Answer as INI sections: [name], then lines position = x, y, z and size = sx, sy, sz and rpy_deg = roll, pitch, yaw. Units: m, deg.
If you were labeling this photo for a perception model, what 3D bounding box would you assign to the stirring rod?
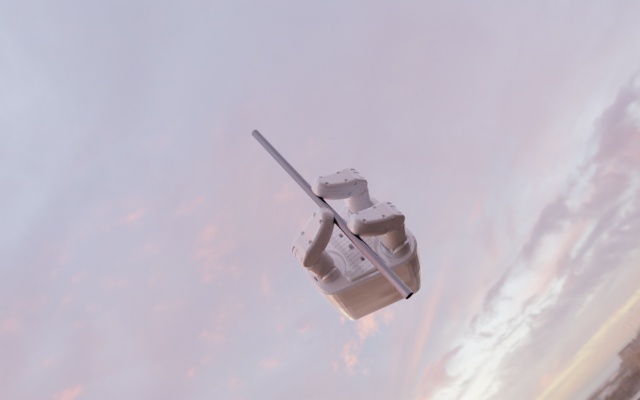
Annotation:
[stirring rod]
position = 0.000, 0.002, 0.437
size = 0.011, 0.011, 0.239
rpy_deg = 0, 37, -46
